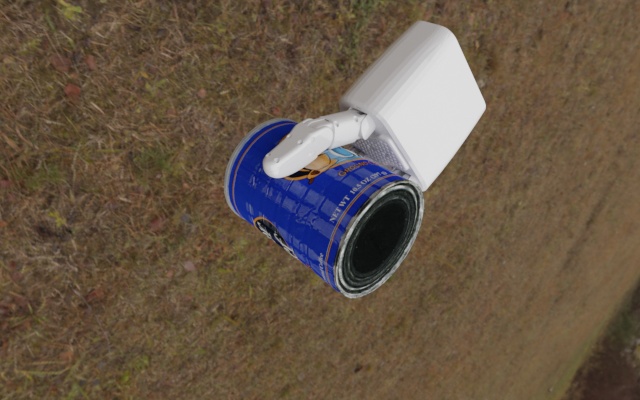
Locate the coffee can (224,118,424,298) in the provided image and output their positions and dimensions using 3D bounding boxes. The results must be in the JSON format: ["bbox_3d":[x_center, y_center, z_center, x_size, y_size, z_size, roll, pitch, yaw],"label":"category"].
[{"bbox_3d":[0.000,0.001,0.406,0.140,0.103,0.103,32,20,36],"label":"coffee can"}]
